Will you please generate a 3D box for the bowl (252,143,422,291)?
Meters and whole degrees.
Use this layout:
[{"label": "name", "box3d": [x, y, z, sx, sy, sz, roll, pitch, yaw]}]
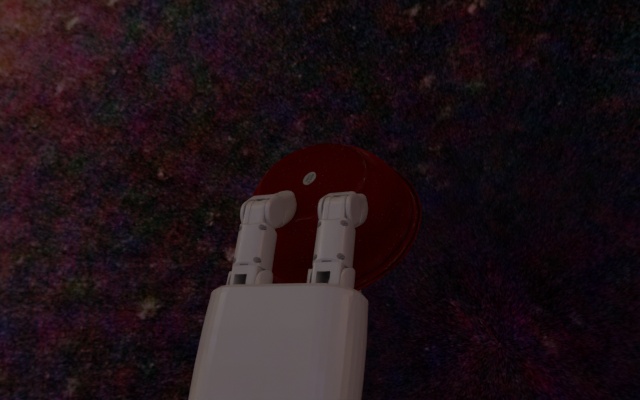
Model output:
[{"label": "bowl", "box3d": [0.000, 0.000, 0.402, 0.162, 0.162, 0.055, 0, -44, 23]}]
